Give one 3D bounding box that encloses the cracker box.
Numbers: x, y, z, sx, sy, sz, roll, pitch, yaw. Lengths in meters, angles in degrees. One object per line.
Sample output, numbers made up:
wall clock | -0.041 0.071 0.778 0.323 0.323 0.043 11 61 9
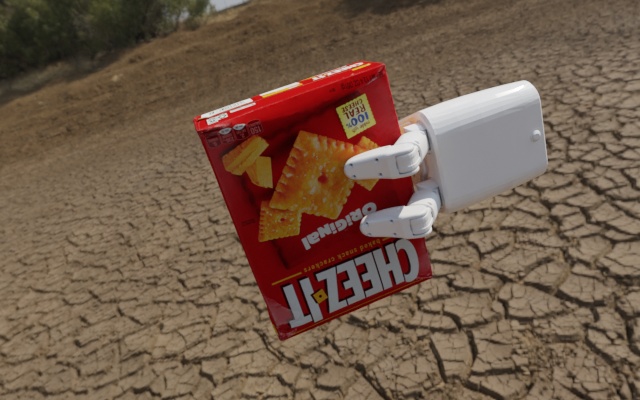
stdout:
cracker box | 0.000 0.001 0.440 0.164 0.214 0.072 -21 21 -8
